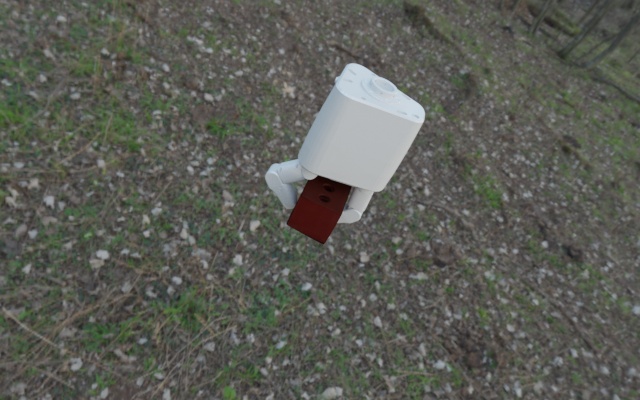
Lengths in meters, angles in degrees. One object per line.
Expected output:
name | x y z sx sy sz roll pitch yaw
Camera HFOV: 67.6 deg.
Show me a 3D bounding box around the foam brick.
foam brick | 0.000 0.002 0.577 0.053 0.051 0.078 27 37 -3
